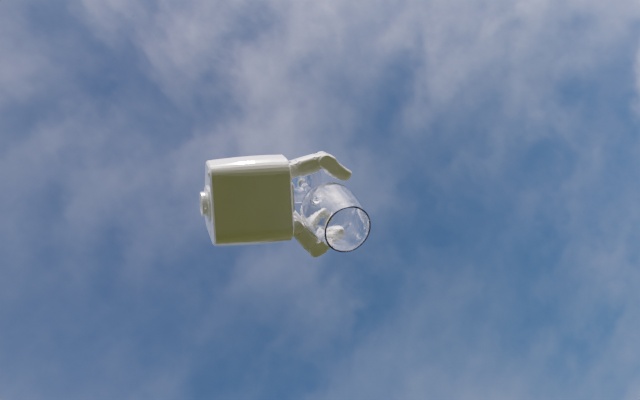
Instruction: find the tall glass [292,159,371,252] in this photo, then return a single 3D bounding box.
[{"bbox_3d":[0.000,0.002,0.670,0.079,0.079,0.201,0,20,-22],"label":"tall glass"}]
